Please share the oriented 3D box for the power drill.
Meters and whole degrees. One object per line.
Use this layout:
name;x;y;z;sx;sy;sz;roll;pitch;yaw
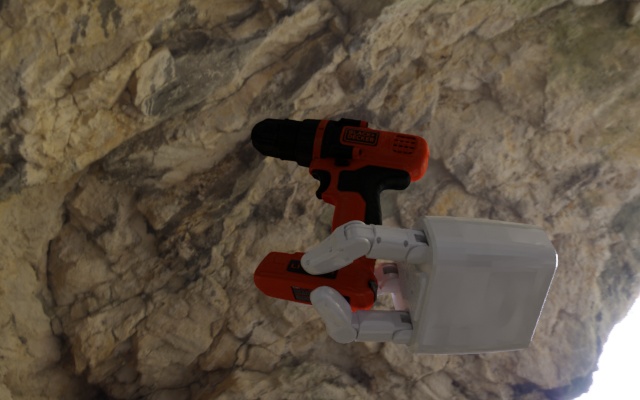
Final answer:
power drill;0.000;0.002;0.452;0.184;0.187;0.057;9;-29;13
